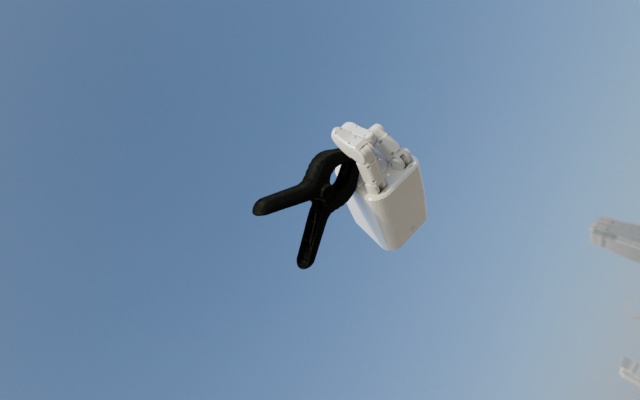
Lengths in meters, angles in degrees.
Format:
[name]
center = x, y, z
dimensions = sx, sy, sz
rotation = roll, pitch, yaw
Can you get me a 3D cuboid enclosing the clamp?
[clamp]
center = 0.000, 0.002, 0.607
dimensions = 0.171, 0.120, 0.039
rotation = -41, 41, -23
